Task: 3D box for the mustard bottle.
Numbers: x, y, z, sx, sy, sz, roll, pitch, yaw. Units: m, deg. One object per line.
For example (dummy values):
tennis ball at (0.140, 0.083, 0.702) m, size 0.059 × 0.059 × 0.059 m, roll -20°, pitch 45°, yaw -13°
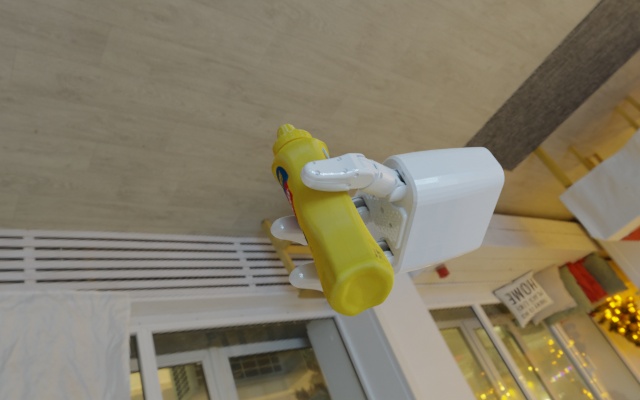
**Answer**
mustard bottle at (0.000, 0.002, 0.428) m, size 0.058 × 0.191 × 0.096 m, roll -24°, pitch -32°, yaw -2°
